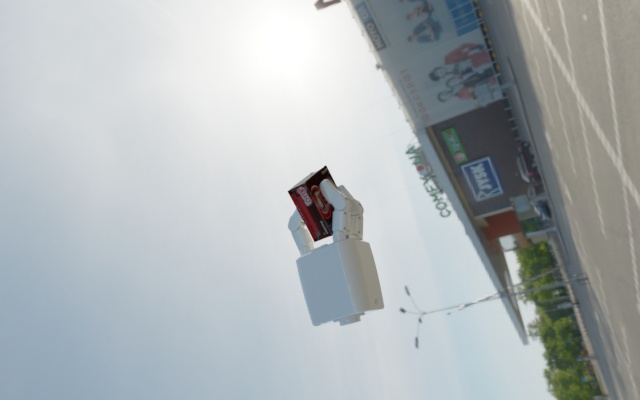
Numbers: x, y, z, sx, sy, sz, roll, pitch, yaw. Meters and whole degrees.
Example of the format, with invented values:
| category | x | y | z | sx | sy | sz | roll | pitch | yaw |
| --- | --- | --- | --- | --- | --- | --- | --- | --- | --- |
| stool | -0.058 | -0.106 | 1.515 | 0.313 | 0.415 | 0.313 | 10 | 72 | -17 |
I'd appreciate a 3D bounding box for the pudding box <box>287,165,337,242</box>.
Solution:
| category | x | y | z | sx | sy | sz | roll | pitch | yaw |
| --- | --- | --- | --- | --- | --- | --- | --- | --- | --- |
| pudding box | 0.000 | 0.003 | 0.749 | 0.039 | 0.090 | 0.113 | -23 | 10 | 21 |
